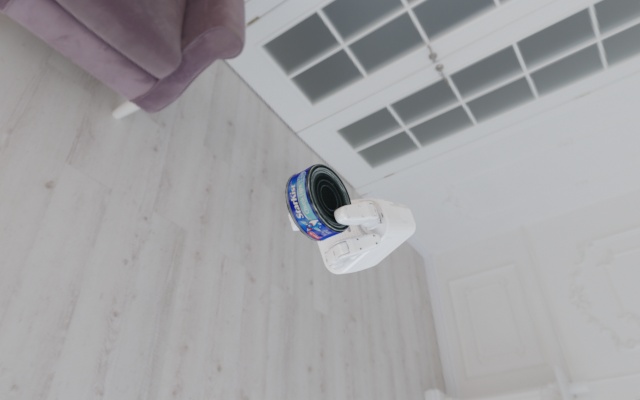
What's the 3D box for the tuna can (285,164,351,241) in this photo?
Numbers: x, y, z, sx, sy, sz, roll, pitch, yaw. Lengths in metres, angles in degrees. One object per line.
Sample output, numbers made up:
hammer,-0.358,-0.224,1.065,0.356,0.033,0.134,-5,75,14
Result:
tuna can,0.000,0.002,0.554,0.034,0.086,0.086,-24,-13,32
